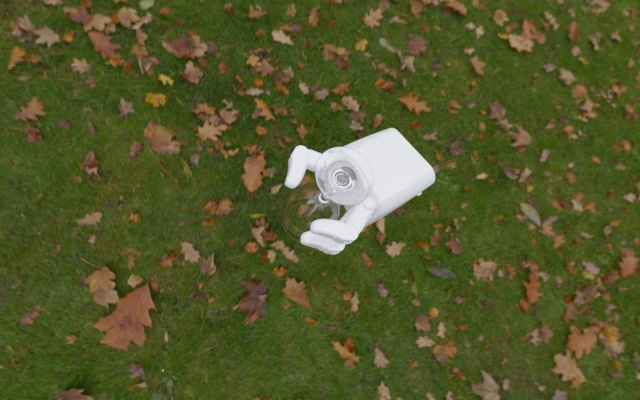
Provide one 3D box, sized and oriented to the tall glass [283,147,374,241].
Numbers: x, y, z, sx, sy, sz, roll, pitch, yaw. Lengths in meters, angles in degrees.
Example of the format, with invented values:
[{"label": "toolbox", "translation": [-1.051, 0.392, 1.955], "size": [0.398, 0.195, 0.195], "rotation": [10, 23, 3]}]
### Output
[{"label": "tall glass", "translation": [0.000, 0.002, 0.651], "size": [0.079, 0.079, 0.201], "rotation": [0, -19, -18]}]
